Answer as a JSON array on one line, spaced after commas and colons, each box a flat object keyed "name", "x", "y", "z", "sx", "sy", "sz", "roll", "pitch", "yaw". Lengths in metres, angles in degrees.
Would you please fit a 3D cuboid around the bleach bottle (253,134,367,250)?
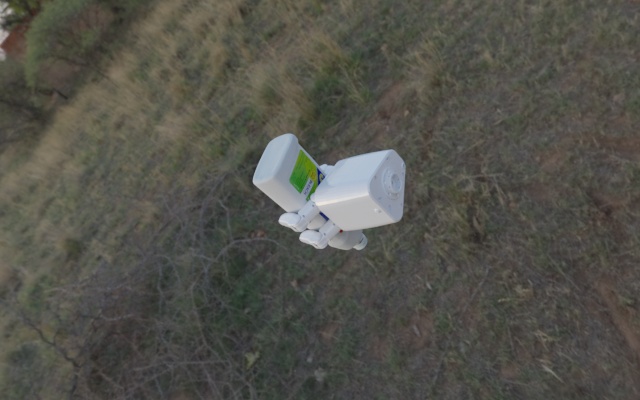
[{"name": "bleach bottle", "x": 0.000, "y": 0.003, "z": 0.823, "sx": 0.068, "sy": 0.102, "sz": 0.251, "roll": -11, "pitch": -42, "yaw": 43}]
